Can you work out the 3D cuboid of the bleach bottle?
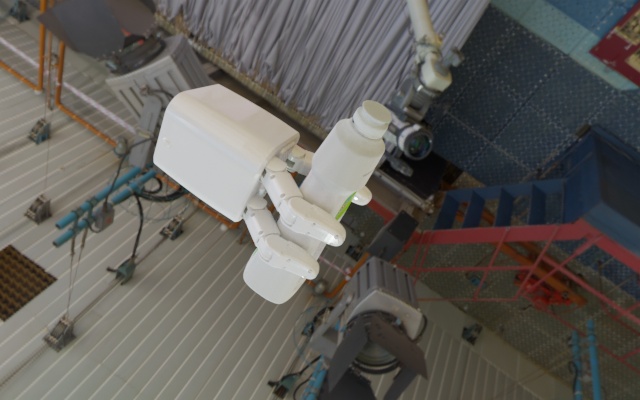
[{"bbox_3d":[0.000,0.002,0.490,0.068,0.251,0.102,34,40,2],"label":"bleach bottle"}]
